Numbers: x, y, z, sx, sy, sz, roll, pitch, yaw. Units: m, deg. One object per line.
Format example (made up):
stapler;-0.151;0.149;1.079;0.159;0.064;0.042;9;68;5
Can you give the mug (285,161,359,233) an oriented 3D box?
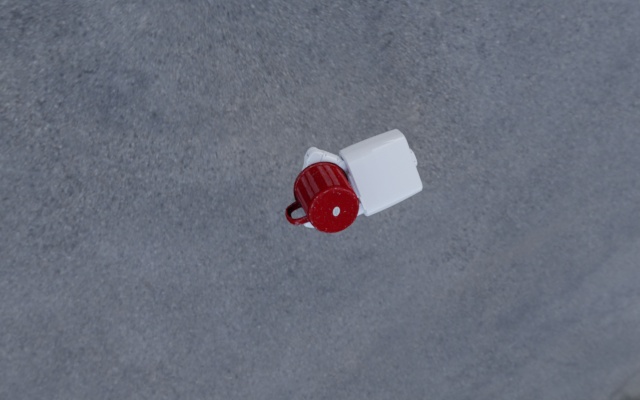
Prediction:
mug;-0.001;0.003;0.739;0.117;0.093;0.081;-24;32;-3
